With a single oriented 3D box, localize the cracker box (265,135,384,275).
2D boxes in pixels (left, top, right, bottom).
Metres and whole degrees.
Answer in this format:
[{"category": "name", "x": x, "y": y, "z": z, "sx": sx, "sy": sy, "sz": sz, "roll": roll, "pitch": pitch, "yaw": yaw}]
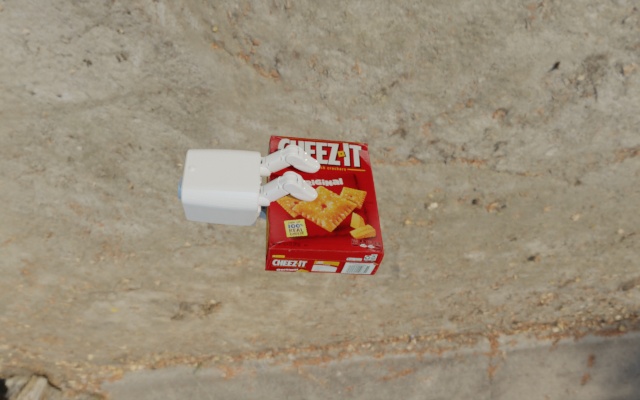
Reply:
[{"category": "cracker box", "x": 0.000, "y": 0.003, "z": 0.725, "sx": 0.164, "sy": 0.213, "sz": 0.072, "roll": 4, "pitch": -37, "yaw": -10}]
